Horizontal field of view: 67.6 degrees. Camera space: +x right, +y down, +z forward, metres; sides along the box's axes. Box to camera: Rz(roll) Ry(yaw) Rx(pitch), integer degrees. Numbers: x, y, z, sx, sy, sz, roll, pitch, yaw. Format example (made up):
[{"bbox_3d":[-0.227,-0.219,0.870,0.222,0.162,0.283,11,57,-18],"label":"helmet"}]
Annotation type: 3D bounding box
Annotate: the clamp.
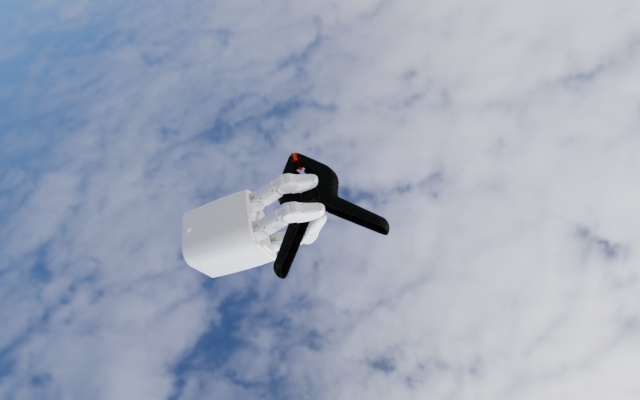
[{"bbox_3d":[0.000,0.002,0.693,0.164,0.209,0.036,-17,-41,5],"label":"clamp"}]
